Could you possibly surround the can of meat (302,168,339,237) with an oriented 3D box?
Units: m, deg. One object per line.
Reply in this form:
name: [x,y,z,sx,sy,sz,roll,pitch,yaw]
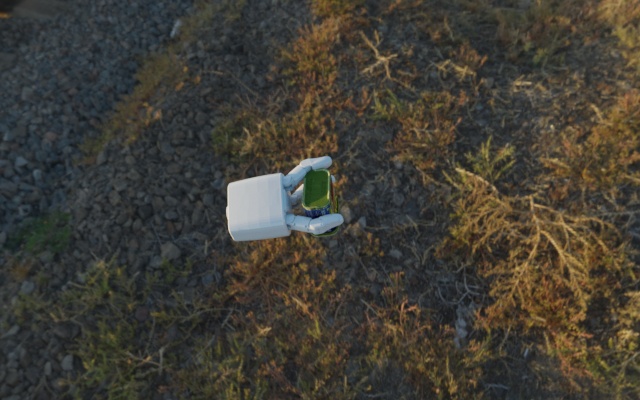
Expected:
can of meat: [0.000,0.003,0.895,0.057,0.102,0.084,-6,-41,9]
